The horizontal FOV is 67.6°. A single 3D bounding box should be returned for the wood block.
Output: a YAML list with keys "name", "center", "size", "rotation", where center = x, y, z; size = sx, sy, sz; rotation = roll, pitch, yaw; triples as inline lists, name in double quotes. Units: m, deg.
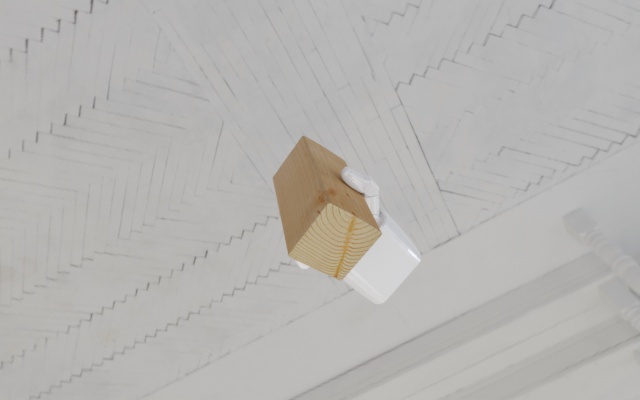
- name: "wood block"
  center: [0.001, 0.002, 0.678]
  size: [0.090, 0.091, 0.206]
  rotation: [29, 20, -26]
